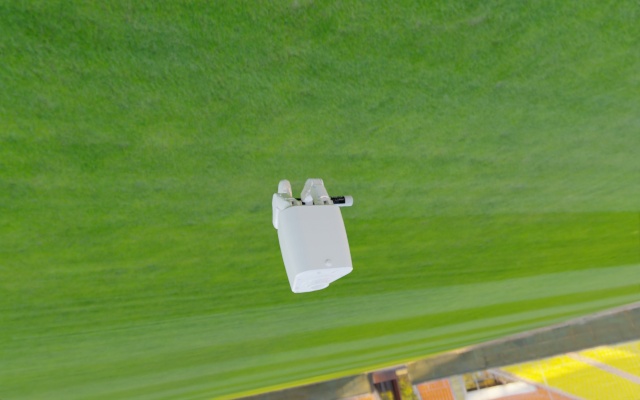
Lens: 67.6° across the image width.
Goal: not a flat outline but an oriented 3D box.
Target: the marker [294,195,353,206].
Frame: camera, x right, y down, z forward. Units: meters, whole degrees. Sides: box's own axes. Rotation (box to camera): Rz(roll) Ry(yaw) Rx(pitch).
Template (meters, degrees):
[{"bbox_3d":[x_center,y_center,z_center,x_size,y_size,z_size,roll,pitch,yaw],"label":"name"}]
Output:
[{"bbox_3d":[0.000,0.003,0.841,0.121,0.020,0.020,-3,1,-25],"label":"marker"}]
